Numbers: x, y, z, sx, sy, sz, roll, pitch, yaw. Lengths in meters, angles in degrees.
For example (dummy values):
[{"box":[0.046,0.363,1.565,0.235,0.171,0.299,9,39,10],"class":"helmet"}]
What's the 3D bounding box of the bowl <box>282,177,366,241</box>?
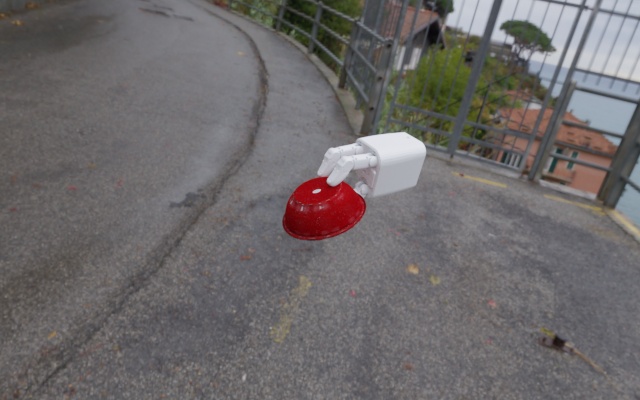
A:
[{"box":[-0.001,0.003,0.878,0.162,0.055,0.162,-12,32,8],"class":"bowl"}]
